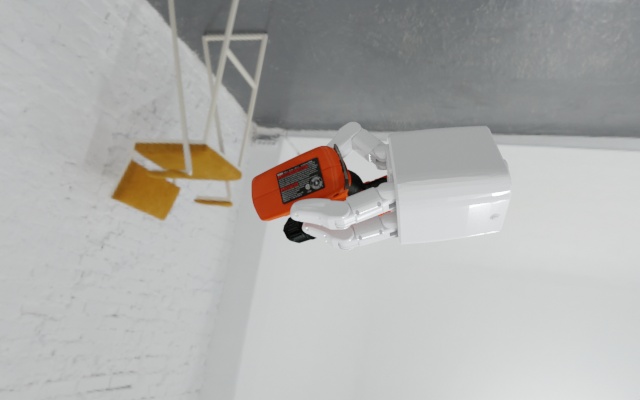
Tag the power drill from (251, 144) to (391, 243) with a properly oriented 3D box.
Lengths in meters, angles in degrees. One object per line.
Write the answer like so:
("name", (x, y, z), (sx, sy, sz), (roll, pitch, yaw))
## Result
("power drill", (0.000, 0.002, 0.571), (0.184, 0.057, 0.188), (-24, -18, 22))
